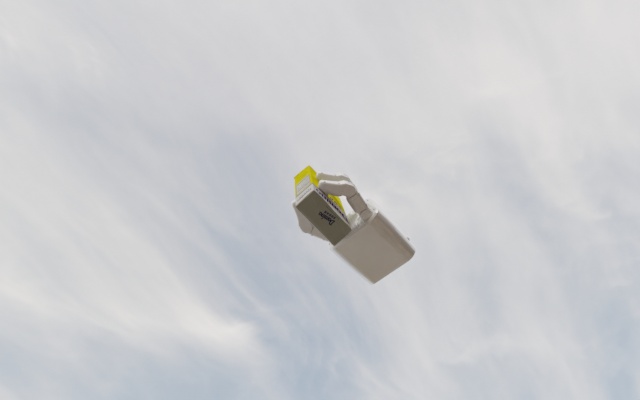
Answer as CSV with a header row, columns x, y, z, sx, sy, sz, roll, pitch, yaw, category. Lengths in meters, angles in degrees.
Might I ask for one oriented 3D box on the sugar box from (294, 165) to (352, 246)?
x,y,z,sx,sy,sz,roll,pitch,yaw,category
0.001,0.002,0.811,0.048,0.093,0.176,-42,16,6,sugar box
